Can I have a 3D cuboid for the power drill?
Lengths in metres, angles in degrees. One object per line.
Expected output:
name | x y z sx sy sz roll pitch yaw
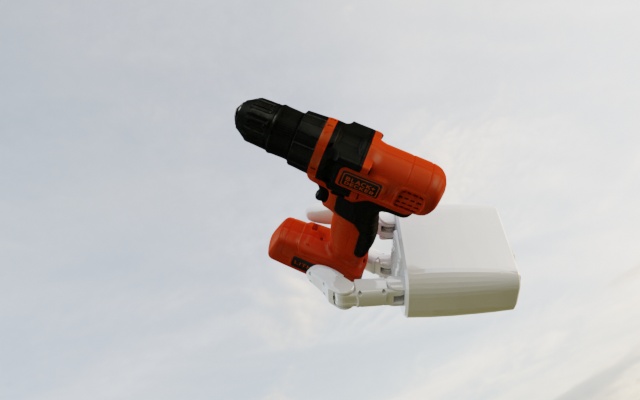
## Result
power drill | 0.000 0.002 0.450 0.184 0.057 0.188 23 -37 3
